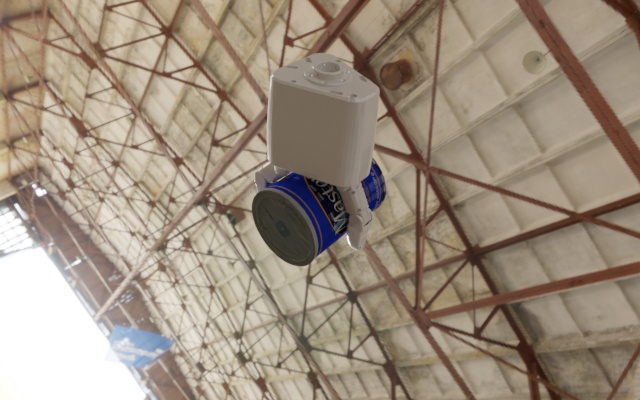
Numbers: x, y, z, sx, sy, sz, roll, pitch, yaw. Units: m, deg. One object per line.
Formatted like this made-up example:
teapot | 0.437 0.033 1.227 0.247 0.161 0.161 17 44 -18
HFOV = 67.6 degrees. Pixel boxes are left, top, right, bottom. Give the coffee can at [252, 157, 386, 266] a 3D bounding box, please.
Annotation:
coffee can | 0.000 0.002 0.597 0.103 0.103 0.140 0 27 47
